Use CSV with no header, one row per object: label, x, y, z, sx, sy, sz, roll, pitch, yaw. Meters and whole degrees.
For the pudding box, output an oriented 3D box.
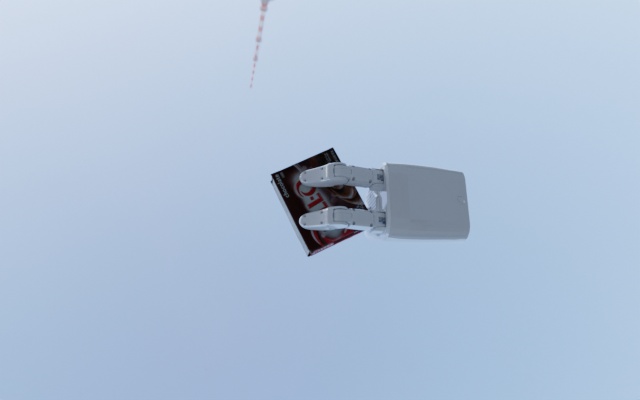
pudding box,0.000,0.002,0.602,0.090,0.113,0.039,-25,-14,-15
